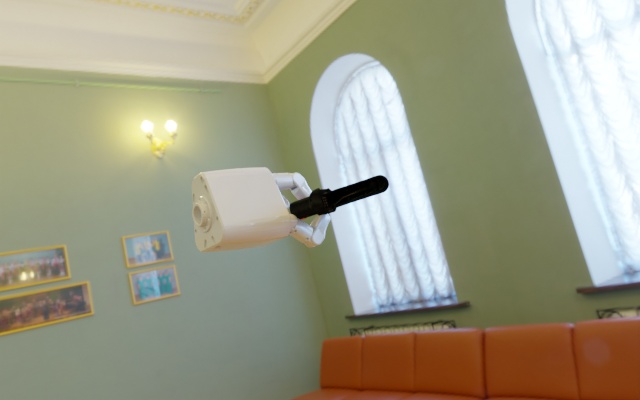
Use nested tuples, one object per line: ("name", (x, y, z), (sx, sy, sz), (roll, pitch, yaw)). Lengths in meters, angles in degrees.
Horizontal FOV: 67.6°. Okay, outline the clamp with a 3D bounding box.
("clamp", (0.000, 0.002, 0.670), (0.120, 0.039, 0.171), (-5, -12, -39))
